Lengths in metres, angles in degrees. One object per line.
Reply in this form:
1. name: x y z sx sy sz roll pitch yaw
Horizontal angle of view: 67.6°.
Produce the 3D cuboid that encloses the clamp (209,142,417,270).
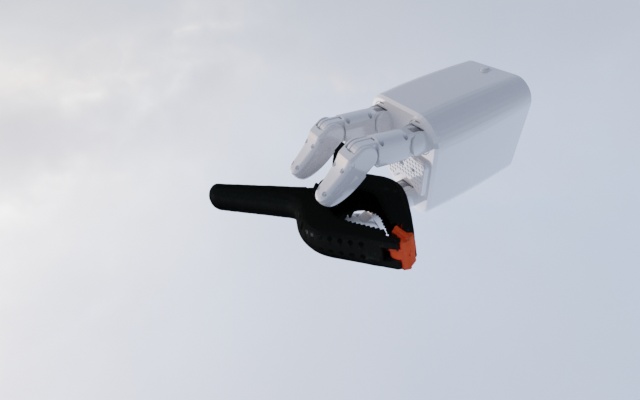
1. clamp: 0.001 0.002 0.416 0.164 0.036 0.210 -25 35 -15
